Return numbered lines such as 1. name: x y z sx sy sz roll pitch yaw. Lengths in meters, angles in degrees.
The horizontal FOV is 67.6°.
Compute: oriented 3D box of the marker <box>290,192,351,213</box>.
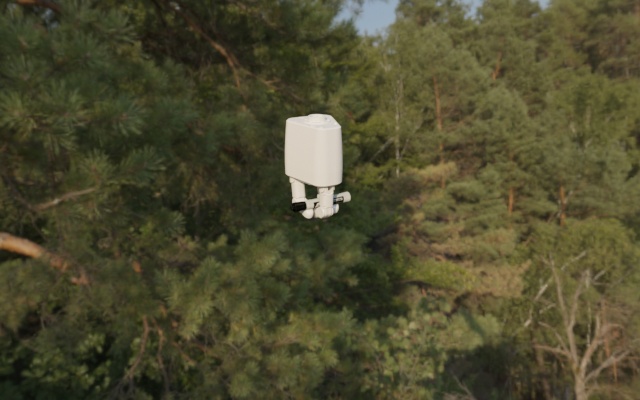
1. marker: 0.000 0.003 0.890 0.121 0.020 0.020 -11 5 -26
